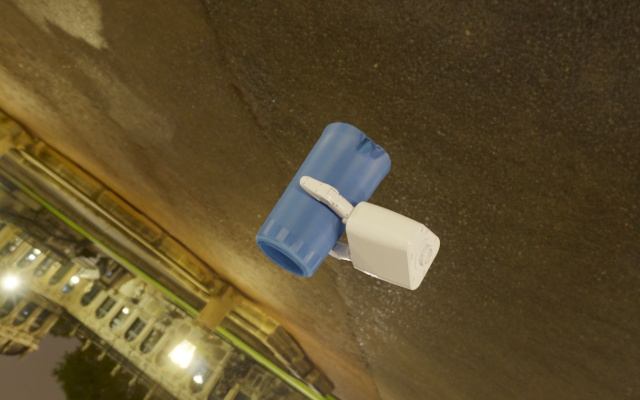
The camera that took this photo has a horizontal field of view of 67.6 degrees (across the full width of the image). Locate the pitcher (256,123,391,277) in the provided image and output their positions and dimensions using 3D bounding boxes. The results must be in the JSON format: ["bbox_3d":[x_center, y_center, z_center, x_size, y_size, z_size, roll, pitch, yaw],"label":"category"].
[{"bbox_3d":[0.000,0.003,0.796,0.145,0.242,0.149,20,-26,33],"label":"pitcher"}]
